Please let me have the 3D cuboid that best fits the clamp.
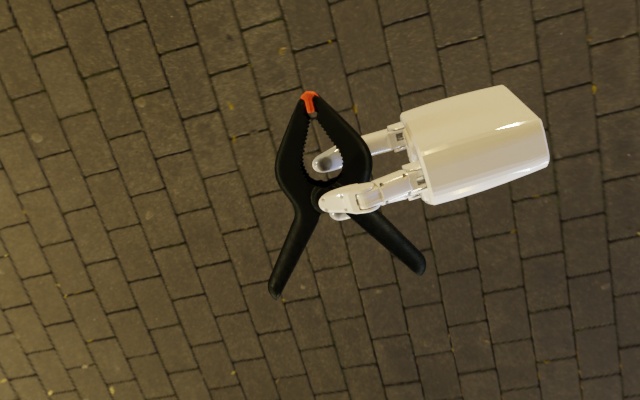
[{"bbox_3d":[0.000,0.001,0.471,0.164,0.210,0.036,-18,15,6],"label":"clamp"}]
